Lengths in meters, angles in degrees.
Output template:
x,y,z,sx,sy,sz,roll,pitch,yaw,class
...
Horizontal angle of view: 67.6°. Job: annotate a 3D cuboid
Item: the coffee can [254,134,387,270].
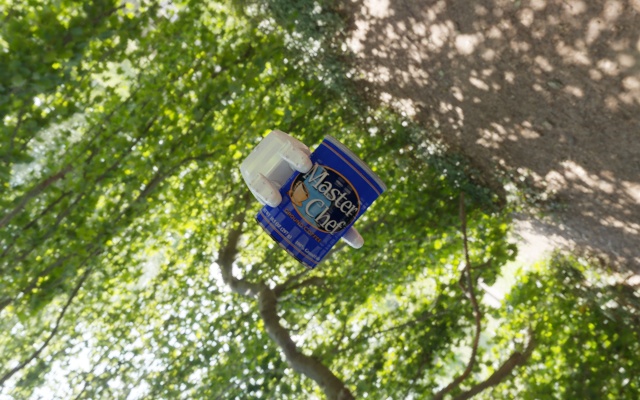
x,y,z,sx,sy,sz,roll,pitch,yaw,class
0.000,0.002,0.607,0.103,0.140,0.103,42,1,-1,coffee can
